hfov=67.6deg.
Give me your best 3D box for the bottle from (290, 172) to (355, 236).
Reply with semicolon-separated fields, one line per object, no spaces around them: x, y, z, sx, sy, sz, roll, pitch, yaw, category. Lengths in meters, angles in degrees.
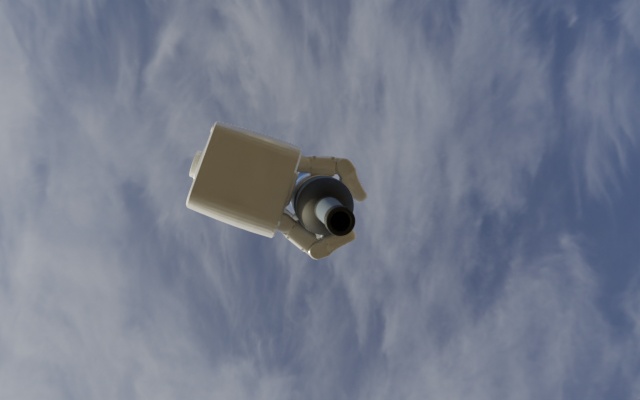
0.000;0.002;0.575;0.069;0.069;0.295;0;7;-7;bottle
